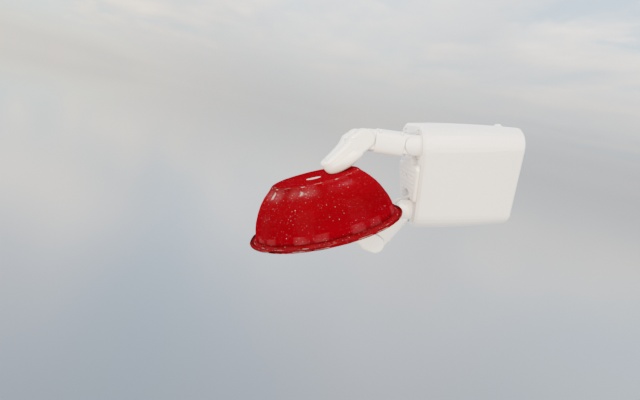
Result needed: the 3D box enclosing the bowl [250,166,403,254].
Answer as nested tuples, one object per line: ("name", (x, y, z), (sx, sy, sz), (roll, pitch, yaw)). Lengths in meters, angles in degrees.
("bowl", (-0.001, 0.002, 0.492), (0.162, 0.055, 0.162), (-12, 11, 3))
